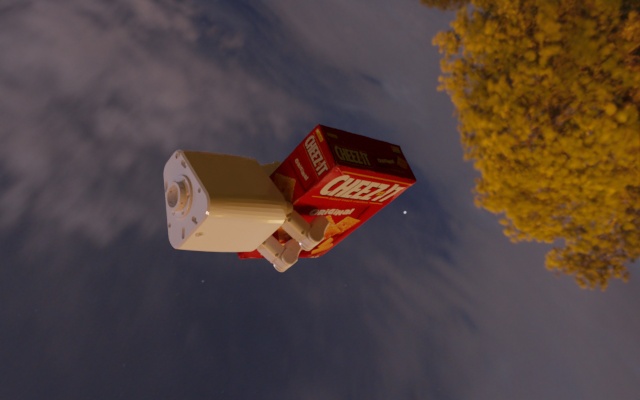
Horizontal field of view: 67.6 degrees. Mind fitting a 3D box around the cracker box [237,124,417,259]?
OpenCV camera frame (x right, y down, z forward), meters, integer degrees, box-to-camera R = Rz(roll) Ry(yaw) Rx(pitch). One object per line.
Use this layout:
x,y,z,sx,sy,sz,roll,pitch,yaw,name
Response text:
0.000,0.002,0.655,0.164,0.072,0.214,6,-37,-45,cracker box
